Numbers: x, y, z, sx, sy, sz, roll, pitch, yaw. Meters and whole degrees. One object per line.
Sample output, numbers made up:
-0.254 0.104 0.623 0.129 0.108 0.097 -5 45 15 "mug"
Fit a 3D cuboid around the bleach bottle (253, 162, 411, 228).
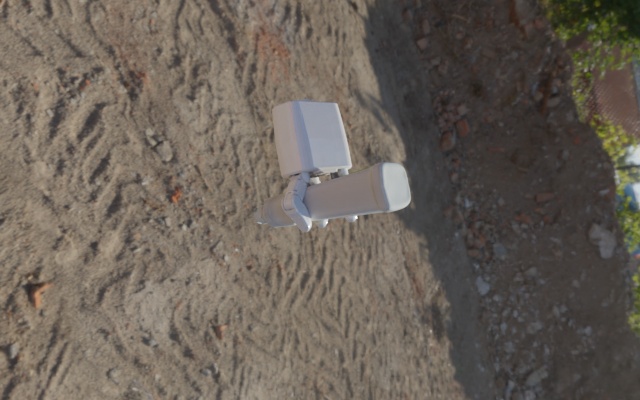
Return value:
0.000 0.002 0.715 0.251 0.068 0.102 -12 -2 30 "bleach bottle"
